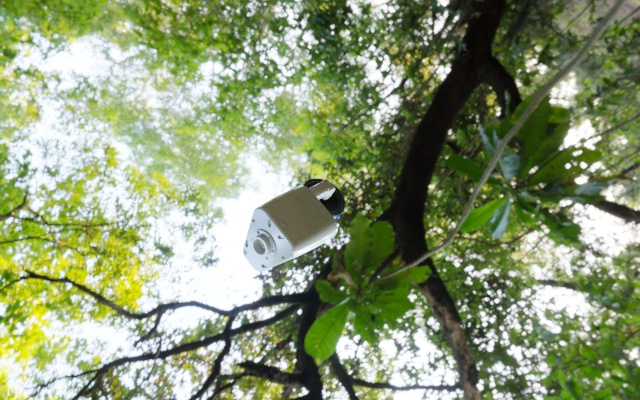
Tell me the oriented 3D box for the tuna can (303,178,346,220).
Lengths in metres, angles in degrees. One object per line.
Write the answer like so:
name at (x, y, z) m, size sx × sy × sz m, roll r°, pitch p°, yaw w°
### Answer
tuna can at (0.000, 0.003, 0.862) m, size 0.086 × 0.086 × 0.034 m, roll 0°, pitch -38°, yaw -34°
